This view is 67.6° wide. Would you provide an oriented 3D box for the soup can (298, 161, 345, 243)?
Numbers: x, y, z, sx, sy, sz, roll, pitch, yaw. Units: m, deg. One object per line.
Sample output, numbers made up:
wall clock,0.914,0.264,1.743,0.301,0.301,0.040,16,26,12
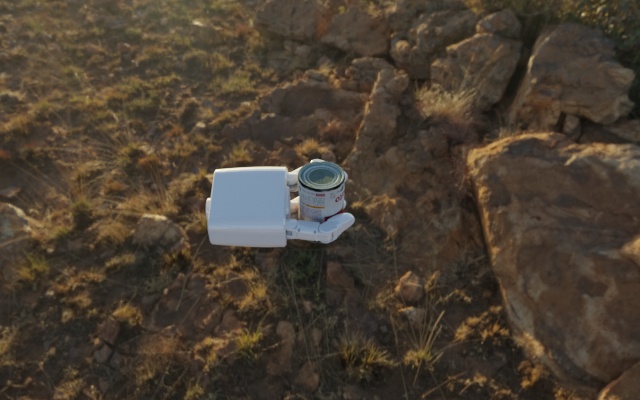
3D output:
soup can,0.001,0.002,0.691,0.068,0.102,0.068,1,41,-1
